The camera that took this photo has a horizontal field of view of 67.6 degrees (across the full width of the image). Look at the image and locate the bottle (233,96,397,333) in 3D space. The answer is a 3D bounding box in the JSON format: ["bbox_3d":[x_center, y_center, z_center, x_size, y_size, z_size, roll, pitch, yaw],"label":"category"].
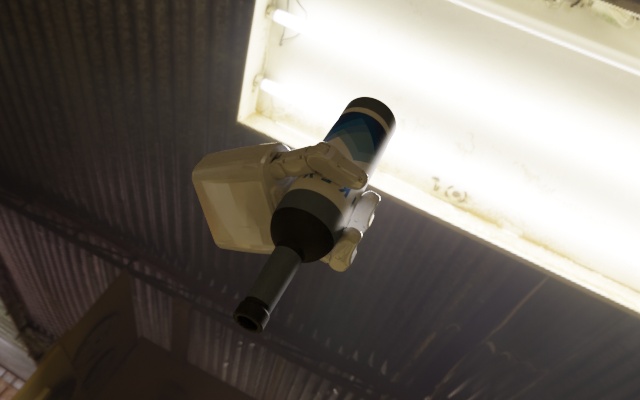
[{"bbox_3d":[0.000,0.001,0.476,0.069,0.069,0.295,0,41,32],"label":"bottle"}]
